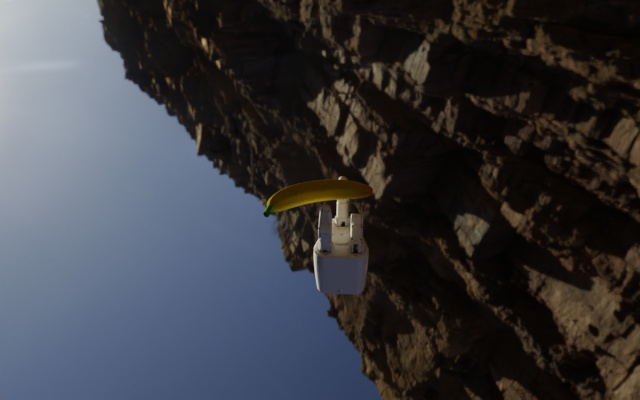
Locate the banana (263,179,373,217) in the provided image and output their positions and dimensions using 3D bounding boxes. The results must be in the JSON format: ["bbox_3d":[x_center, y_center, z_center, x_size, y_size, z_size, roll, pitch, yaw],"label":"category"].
[{"bbox_3d":[-0.010,-0.007,0.829,0.198,0.037,0.069,-14,40,-16],"label":"banana"}]
